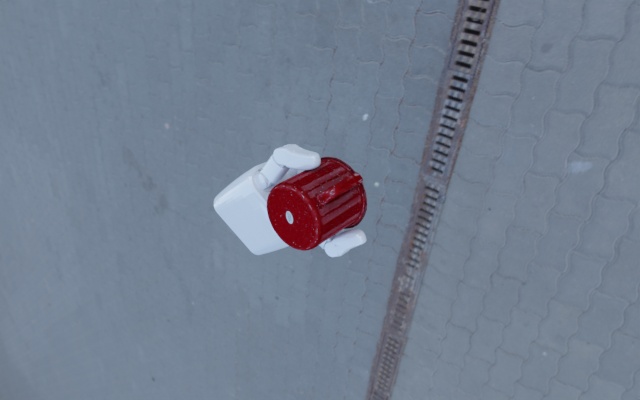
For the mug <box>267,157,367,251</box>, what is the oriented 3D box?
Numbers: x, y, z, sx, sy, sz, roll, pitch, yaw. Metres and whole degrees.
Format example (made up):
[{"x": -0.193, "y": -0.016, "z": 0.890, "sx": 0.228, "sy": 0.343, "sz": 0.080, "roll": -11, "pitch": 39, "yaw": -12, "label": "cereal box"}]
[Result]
[{"x": 0.001, "y": 0.001, "z": 0.539, "sx": 0.081, "sy": 0.093, "sz": 0.117, "roll": -30, "pitch": 1, "yaw": -43, "label": "mug"}]
